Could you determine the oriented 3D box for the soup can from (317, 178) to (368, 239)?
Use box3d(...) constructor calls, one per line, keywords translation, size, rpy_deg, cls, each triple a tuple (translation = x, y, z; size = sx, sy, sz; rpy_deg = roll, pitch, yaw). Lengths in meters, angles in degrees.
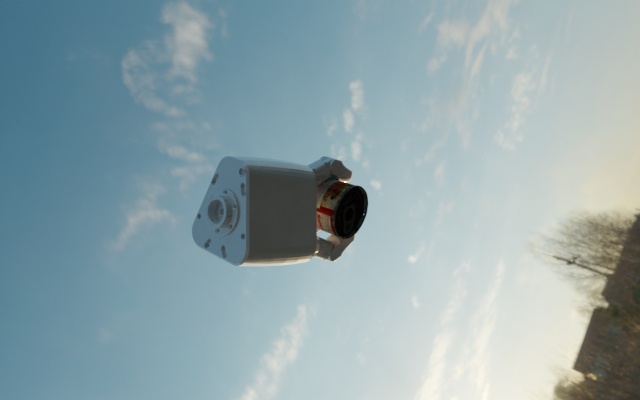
box3d(translation=(0.000, 0.002, 0.611), size=(0.102, 0.068, 0.068), rpy_deg=(19, 11, 37), cls="soup can")
